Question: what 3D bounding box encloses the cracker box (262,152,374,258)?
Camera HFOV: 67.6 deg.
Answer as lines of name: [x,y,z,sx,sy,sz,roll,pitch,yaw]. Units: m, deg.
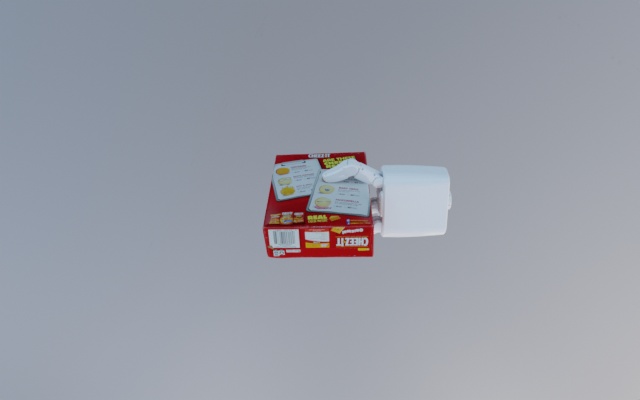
cracker box: [0.000,0.003,0.789,0.164,0.072,0.213,-1,35,2]
